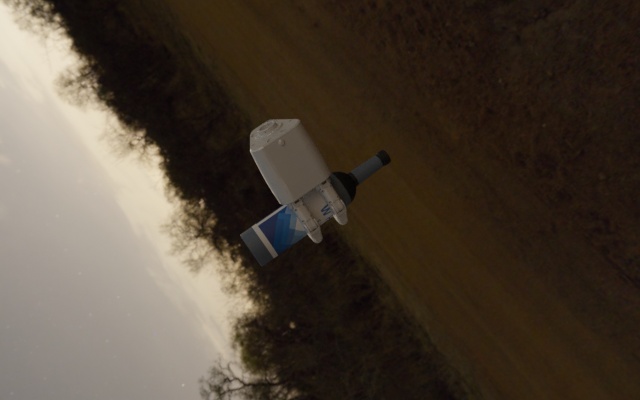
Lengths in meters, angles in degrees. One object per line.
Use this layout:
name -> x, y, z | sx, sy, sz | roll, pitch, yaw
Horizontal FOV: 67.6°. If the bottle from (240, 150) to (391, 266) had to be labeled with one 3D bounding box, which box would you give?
bottle -> 0.000, 0.003, 0.839 | 0.295, 0.069, 0.069 | -35, 6, -9
